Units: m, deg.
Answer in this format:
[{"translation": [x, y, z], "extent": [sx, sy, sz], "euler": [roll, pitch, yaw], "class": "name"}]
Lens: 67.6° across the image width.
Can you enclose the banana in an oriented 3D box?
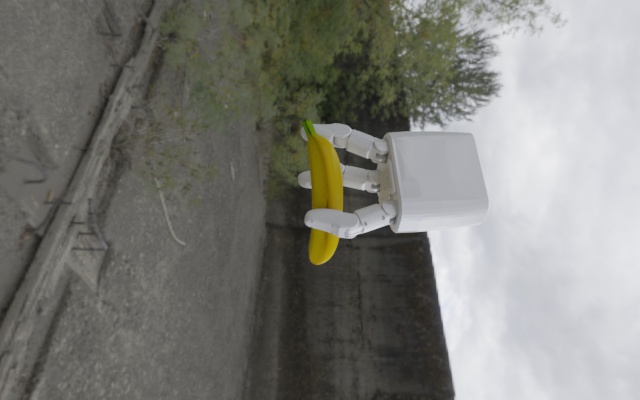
[{"translation": [0.004, 0.007, 0.571], "extent": [0.037, 0.198, 0.069], "euler": [-6, 28, -11], "class": "banana"}]
